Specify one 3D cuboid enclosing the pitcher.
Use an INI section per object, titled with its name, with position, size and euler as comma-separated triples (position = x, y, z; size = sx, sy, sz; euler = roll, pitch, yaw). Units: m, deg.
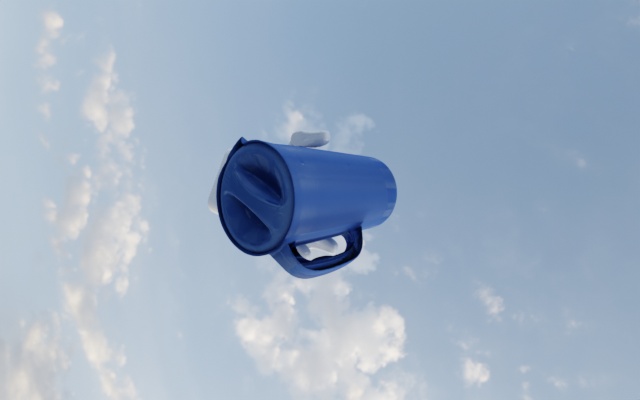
[pitcher]
position = 0.000, 0.002, 0.627
size = 0.145, 0.149, 0.243
euler = 15, 12, 39
